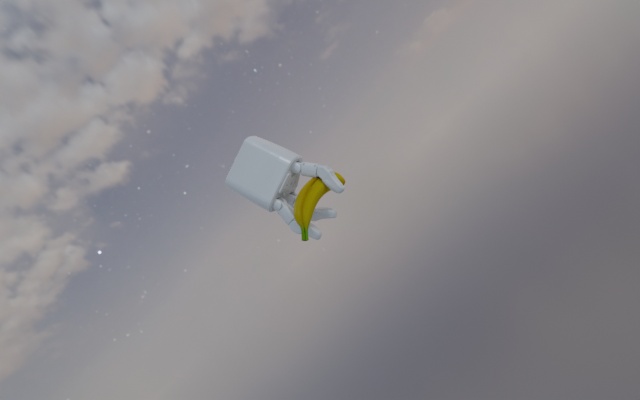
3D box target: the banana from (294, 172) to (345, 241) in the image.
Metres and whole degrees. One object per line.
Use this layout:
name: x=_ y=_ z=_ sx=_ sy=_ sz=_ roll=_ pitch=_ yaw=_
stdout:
banana: x=-0.004 y=-0.011 z=0.871 sx=0.037 sy=0.070 sz=0.197 roll=6 pitch=35 yaw=25
